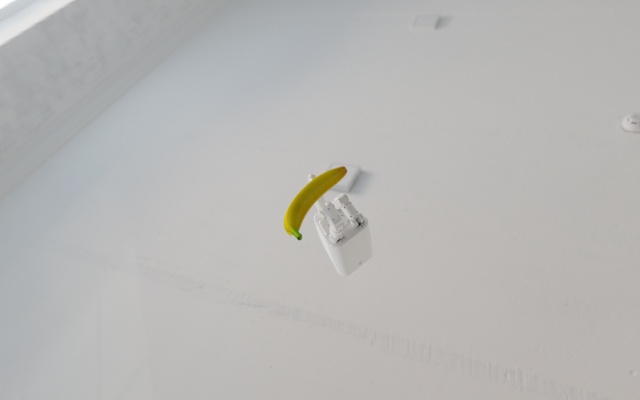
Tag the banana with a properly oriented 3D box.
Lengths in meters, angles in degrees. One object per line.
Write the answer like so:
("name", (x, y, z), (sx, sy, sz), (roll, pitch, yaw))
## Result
("banana", (-0.018, 0.002, 0.897), (0.069, 0.037, 0.197), (12, 50, 27))
